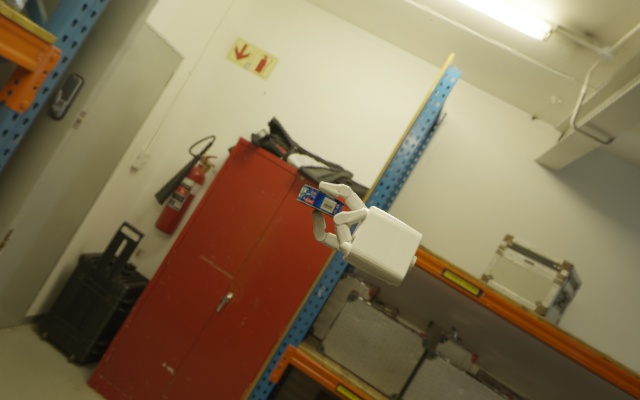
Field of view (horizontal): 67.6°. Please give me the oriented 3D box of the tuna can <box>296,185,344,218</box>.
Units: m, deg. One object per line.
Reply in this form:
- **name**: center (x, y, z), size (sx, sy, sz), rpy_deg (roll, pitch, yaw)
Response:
- **tuna can**: center (0.000, 0.002, 0.891), size (0.086, 0.034, 0.086), rpy_deg (26, -2, 1)
